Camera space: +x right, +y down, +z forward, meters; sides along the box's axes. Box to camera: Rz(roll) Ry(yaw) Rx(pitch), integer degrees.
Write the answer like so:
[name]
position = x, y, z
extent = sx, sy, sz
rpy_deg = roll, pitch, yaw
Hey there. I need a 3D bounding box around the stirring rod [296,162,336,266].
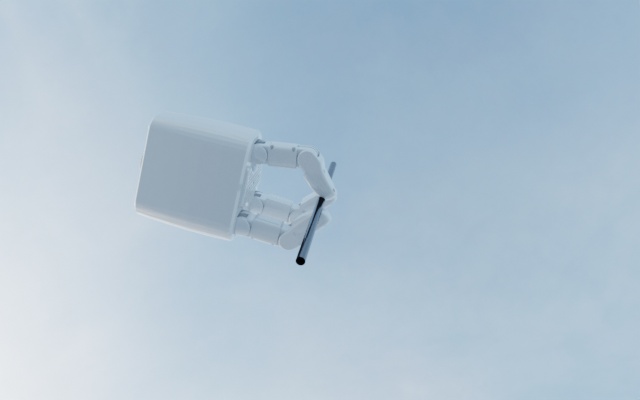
[stirring rod]
position = 0.000, 0.002, 0.488
extent = 0.011, 0.011, 0.239
rpy_deg = 0, 23, 8
